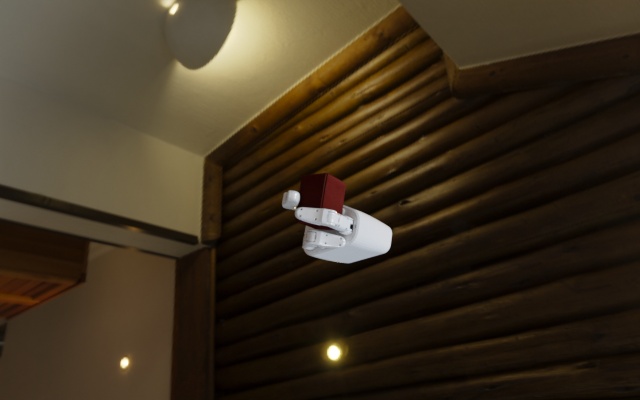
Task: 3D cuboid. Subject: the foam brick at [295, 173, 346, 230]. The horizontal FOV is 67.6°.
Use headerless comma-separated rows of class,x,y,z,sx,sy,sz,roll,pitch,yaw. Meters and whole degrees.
foam brick,0.000,0.002,0.746,0.053,0.078,0.051,-1,-15,41
